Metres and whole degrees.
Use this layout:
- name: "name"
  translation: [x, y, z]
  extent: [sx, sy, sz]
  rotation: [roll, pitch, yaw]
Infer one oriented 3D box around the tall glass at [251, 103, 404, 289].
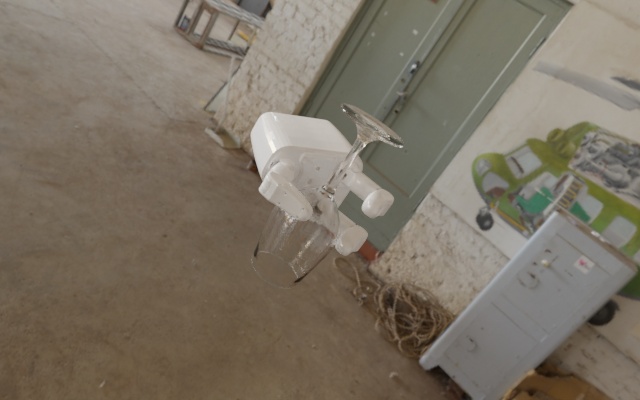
- name: "tall glass"
  translation: [0.000, 0.001, 0.507]
  extent: [0.079, 0.201, 0.079]
  rotation: [29, 22, -13]
